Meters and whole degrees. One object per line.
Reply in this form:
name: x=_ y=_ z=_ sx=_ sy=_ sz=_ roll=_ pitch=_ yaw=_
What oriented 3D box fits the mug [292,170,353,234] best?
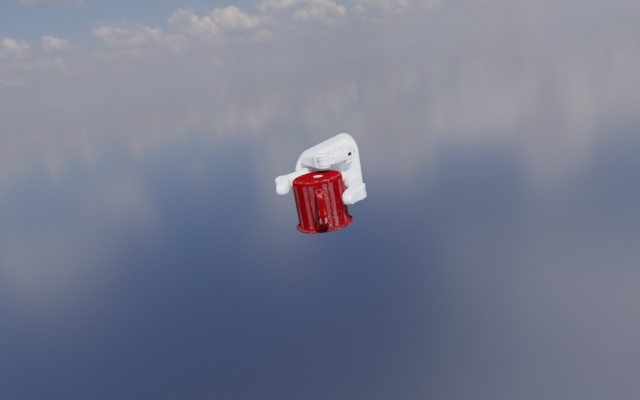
mug: x=0.000 y=0.003 z=0.756 sx=0.093 sy=0.081 sz=0.117 roll=-9 pitch=16 yaw=3
